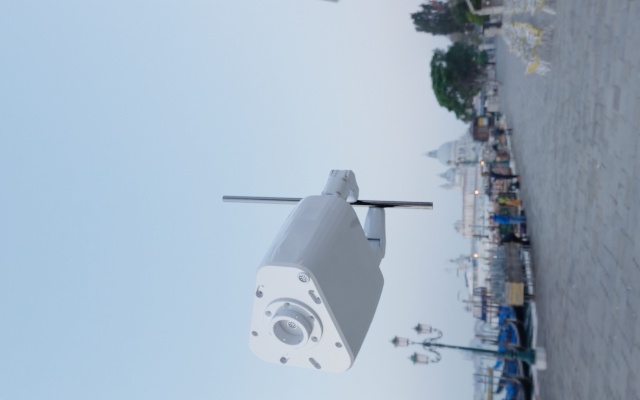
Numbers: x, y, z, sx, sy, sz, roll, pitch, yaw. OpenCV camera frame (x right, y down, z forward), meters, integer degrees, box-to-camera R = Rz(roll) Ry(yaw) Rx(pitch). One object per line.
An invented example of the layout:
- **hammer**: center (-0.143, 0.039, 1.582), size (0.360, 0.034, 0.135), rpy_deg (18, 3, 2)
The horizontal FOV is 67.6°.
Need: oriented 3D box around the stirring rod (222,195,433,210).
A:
- **stirring rod**: center (0.000, 0.002, 0.523), size (0.239, 0.011, 0.011), rpy_deg (2, 1, 19)
